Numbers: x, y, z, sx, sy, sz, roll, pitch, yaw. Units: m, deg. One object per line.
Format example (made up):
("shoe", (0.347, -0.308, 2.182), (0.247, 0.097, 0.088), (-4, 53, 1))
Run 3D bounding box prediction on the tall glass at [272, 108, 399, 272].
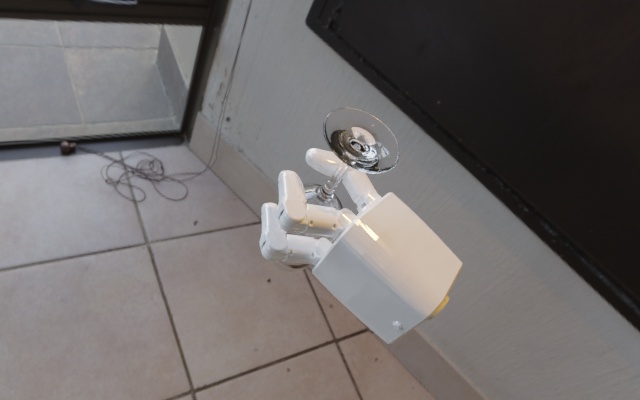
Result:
("tall glass", (0.000, 0.001, 0.492), (0.079, 0.079, 0.201), (0, -34, -27))
